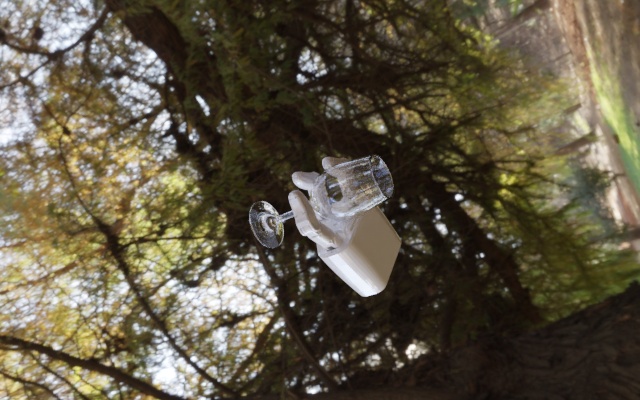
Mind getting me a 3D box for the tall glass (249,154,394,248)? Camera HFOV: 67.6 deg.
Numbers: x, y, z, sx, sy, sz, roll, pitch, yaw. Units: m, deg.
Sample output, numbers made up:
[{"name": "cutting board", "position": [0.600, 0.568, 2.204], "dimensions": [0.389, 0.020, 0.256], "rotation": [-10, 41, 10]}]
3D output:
[{"name": "tall glass", "position": [-0.001, 0.002, 0.662], "dimensions": [0.201, 0.079, 0.079], "rotation": [-23, -12, 30]}]
